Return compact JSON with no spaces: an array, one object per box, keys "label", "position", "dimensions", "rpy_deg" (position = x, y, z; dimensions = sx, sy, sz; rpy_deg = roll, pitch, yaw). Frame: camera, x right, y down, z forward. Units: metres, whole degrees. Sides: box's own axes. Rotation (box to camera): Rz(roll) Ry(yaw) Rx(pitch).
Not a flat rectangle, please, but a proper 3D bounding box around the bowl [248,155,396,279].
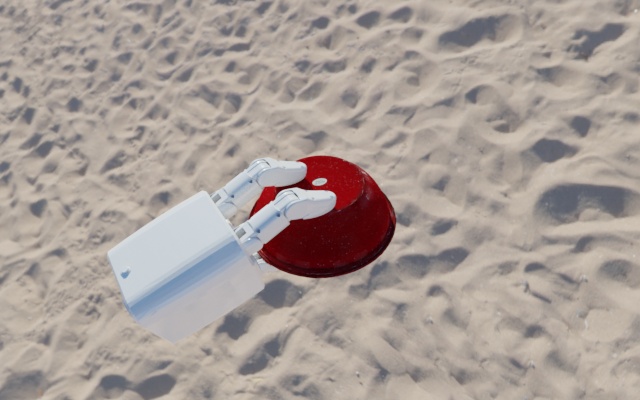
[{"label":"bowl","position":[0.001,0.001,0.504],"dimensions":[0.162,0.055,0.162],"rpy_deg":[-2,43,2]}]
